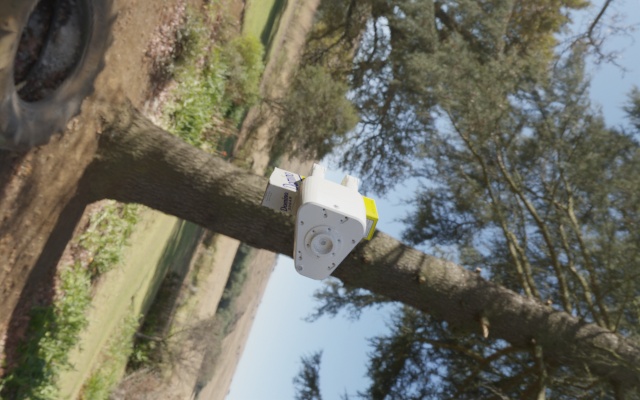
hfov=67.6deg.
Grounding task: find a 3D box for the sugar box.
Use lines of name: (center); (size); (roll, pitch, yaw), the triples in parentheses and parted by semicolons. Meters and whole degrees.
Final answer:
sugar box: (0.000, 0.002, 0.756); (0.176, 0.048, 0.093); (20, 18, -6)
